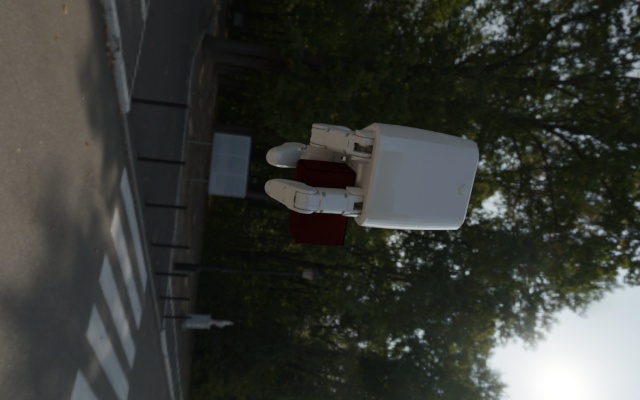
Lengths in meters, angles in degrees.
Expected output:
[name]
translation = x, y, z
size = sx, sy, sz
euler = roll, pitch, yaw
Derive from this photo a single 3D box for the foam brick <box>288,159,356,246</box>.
[foam brick]
translation = 0.000, 0.002, 0.487
size = 0.051, 0.078, 0.053
euler = 5, 15, -13
